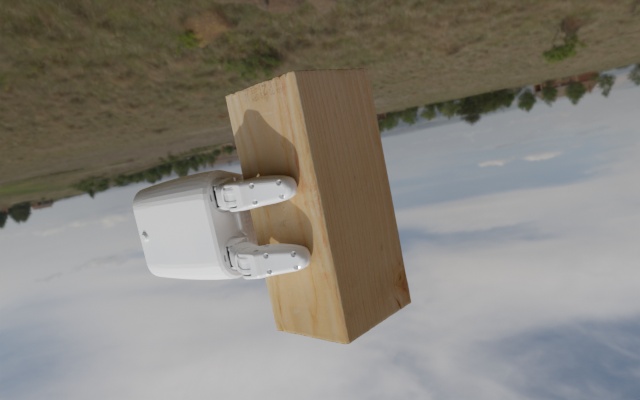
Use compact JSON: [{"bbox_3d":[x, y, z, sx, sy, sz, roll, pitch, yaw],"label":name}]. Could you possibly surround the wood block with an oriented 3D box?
[{"bbox_3d":[0.000,0.001,0.409,0.090,0.206,0.091,-5,9,45],"label":"wood block"}]
